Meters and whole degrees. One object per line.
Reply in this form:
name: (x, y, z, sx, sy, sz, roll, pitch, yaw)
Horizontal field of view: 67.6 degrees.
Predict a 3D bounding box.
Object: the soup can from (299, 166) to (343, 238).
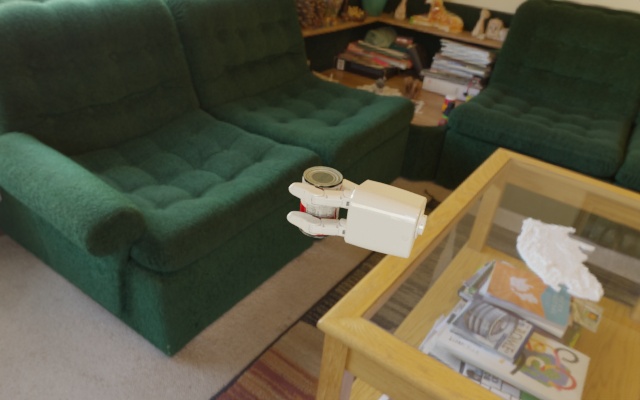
soup can: (0.000, 0.002, 0.804, 0.068, 0.102, 0.068, 4, 32, -3)
